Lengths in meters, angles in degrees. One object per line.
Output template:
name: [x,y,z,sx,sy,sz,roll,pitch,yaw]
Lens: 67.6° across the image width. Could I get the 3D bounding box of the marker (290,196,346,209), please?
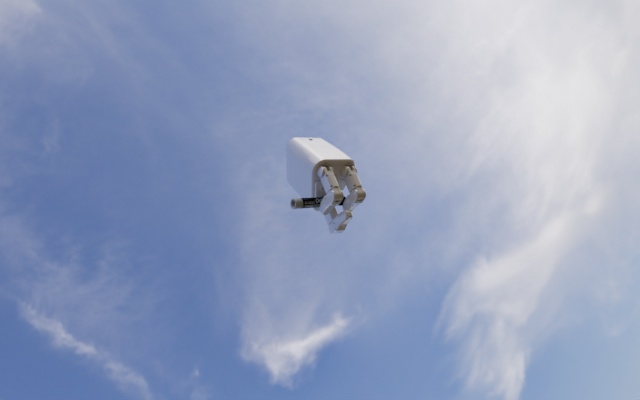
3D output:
marker: [0.000,0.003,0.864,0.121,0.020,0.020,-3,2,-37]
